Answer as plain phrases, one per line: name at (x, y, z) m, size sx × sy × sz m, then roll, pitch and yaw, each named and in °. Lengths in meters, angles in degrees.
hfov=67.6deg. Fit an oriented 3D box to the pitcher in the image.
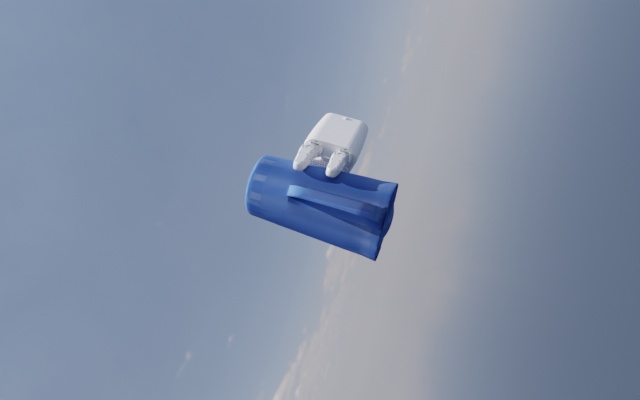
pitcher at (0.000, 0.003, 0.795) m, size 0.243 × 0.149 × 0.145 m, roll 16°, pitch 42°, yaw 11°
